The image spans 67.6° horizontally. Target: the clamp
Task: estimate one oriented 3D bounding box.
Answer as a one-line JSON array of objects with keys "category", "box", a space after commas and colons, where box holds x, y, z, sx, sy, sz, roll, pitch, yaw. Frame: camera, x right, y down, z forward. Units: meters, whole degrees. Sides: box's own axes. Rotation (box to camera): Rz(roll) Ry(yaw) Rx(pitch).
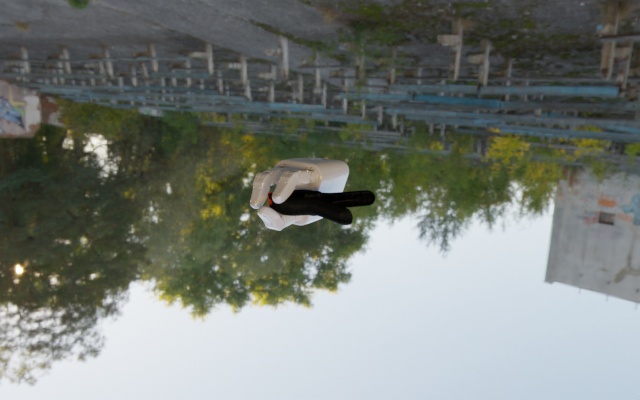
[{"category": "clamp", "box": [0.000, 0.003, 0.759, 0.171, 0.039, 0.120, 10, 15, 31]}]
